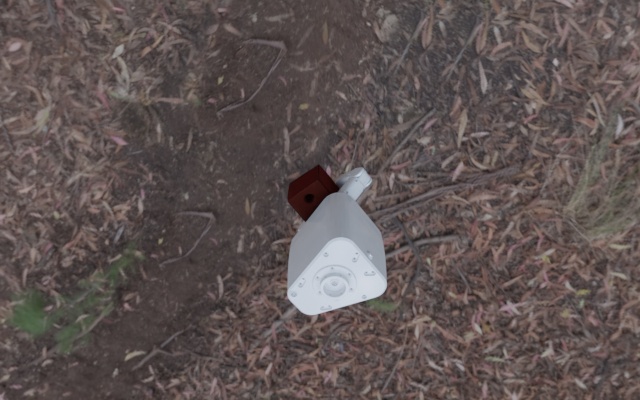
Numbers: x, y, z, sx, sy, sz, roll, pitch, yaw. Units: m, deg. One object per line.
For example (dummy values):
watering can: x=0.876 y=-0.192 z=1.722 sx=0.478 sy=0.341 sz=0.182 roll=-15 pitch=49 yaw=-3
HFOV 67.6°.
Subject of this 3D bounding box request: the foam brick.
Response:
foam brick: x=0.000 y=0.002 z=0.639 sx=0.053 sy=0.078 sz=0.051 roll=-34 pitch=21 yaw=18
